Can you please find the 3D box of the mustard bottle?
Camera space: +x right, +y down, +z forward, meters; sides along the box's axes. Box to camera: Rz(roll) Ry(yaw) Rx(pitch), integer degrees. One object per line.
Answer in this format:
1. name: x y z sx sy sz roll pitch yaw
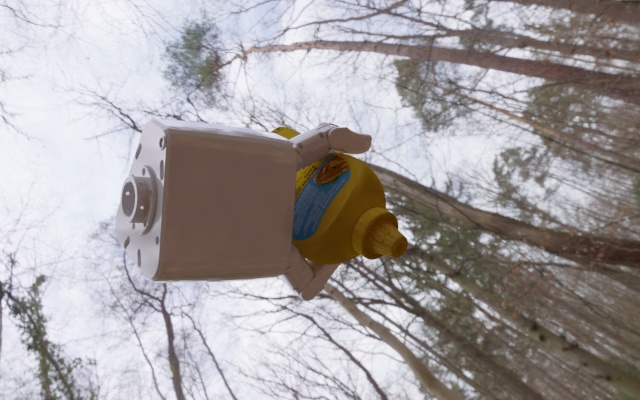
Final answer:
1. mustard bottle: 0.000 0.001 0.421 0.191 0.096 0.058 30 -5 45
